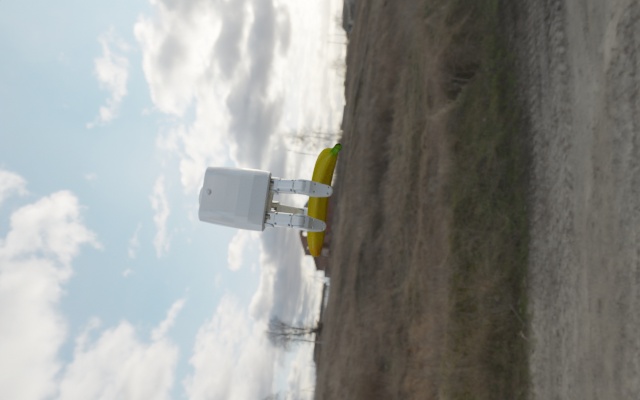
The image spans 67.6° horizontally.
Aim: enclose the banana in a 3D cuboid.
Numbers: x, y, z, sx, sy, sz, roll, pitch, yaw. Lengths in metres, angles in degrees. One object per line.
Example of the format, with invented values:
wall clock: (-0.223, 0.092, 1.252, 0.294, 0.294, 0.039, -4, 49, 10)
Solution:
banana: (-0.001, -0.005, 0.813, 0.037, 0.198, 0.069, 8, 14, -6)
